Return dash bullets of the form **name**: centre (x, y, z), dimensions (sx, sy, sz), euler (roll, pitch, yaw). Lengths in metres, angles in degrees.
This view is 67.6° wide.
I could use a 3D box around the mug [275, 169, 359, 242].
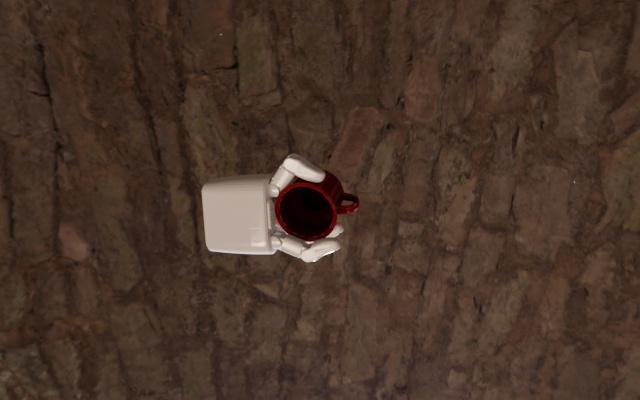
- **mug**: centre (0.002, 0.002, 0.712), dimensions (0.117, 0.093, 0.081), euler (-1, 23, 17)
